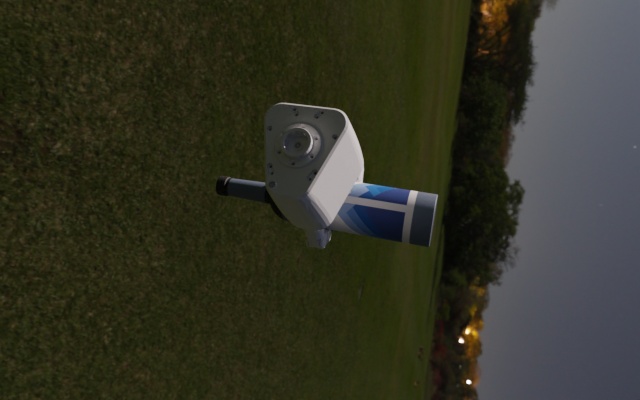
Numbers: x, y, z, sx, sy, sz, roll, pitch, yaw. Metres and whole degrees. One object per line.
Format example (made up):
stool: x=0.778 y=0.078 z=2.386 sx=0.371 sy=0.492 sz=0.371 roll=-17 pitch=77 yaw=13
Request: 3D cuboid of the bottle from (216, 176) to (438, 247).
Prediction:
bottle: x=0.000 y=0.002 z=0.630 sx=0.295 sy=0.069 sz=0.069 roll=9 pitch=2 yaw=15
